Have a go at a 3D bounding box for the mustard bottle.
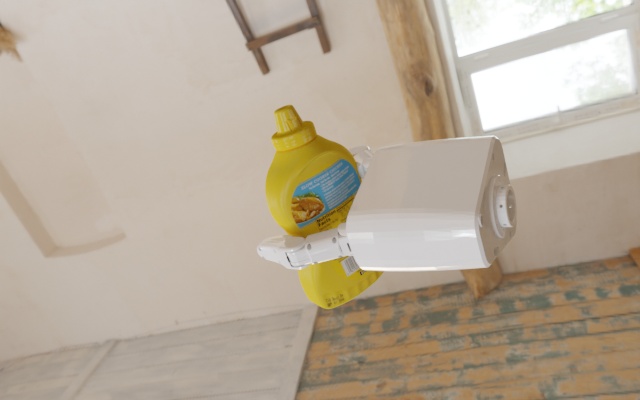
[{"bbox_3d":[0.000,0.002,0.455,0.096,0.192,0.058,-32,25,-25],"label":"mustard bottle"}]
